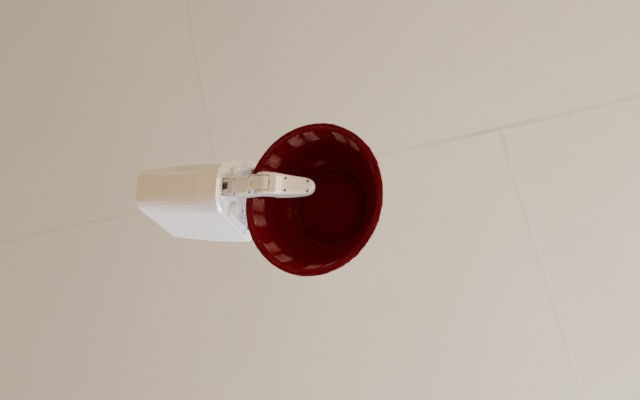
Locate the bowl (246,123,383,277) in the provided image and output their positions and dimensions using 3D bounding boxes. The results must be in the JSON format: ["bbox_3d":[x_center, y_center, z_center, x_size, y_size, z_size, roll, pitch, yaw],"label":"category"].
[{"bbox_3d":[0.001,0.002,0.516,0.162,0.162,0.055,0,-11,28],"label":"bowl"}]
